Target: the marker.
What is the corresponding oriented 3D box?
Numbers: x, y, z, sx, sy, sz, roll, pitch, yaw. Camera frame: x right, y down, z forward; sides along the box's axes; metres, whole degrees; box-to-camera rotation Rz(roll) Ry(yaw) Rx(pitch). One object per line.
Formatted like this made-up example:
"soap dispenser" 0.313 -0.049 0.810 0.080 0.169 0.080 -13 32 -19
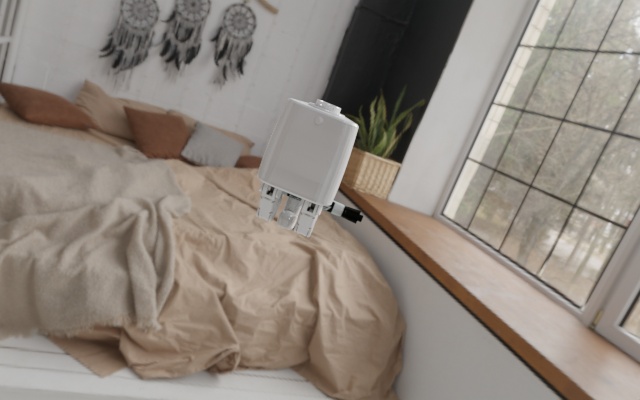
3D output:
"marker" 0.000 0.002 0.641 0.121 0.020 0.020 22 0 1
